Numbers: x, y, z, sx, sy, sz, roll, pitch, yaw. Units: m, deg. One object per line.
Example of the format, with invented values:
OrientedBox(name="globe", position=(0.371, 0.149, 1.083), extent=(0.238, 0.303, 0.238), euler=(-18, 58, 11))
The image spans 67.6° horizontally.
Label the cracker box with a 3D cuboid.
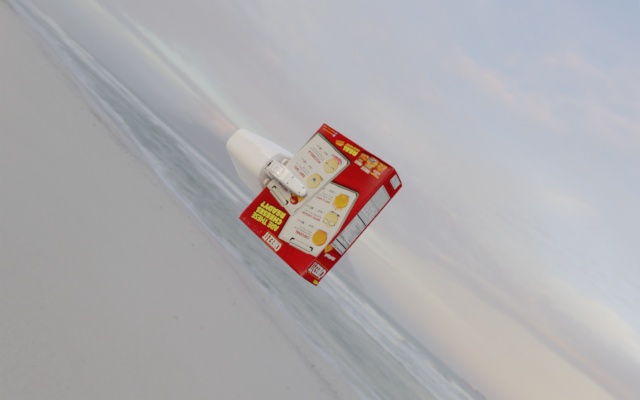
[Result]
OrientedBox(name="cracker box", position=(0.000, 0.002, 0.765), extent=(0.164, 0.213, 0.072), euler=(38, -6, 34))
